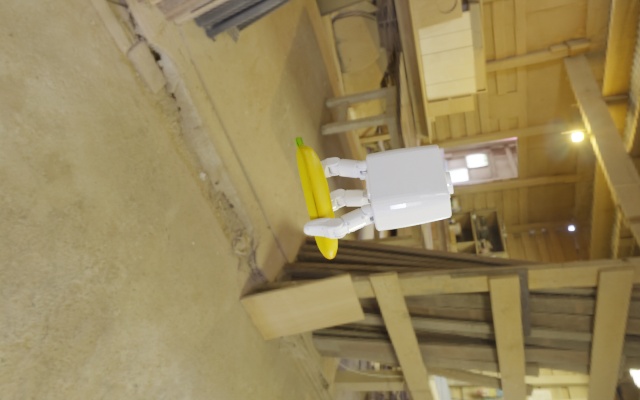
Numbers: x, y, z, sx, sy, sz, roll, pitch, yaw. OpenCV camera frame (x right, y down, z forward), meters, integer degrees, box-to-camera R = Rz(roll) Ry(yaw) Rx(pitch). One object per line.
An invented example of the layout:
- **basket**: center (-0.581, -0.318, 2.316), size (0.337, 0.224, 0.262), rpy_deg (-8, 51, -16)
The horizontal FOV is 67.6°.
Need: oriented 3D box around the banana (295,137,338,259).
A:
- **banana**: center (-0.001, 0.004, 0.709), size (0.037, 0.198, 0.069), rpy_deg (-12, 13, 5)
